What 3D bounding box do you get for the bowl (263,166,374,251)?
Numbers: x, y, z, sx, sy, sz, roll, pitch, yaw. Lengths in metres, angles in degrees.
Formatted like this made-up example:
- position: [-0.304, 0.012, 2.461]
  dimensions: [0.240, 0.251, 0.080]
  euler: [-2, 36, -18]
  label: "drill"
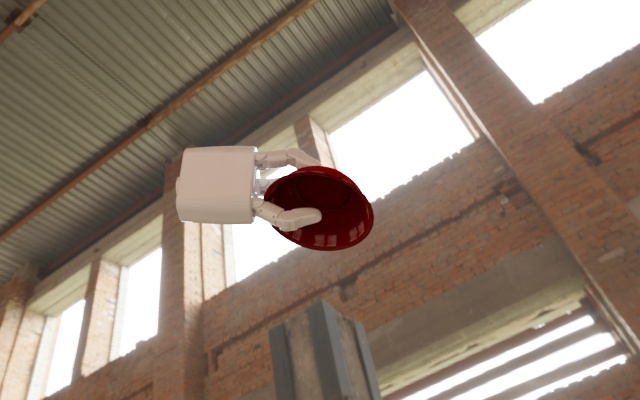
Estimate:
- position: [0.001, 0.002, 0.698]
  dimensions: [0.162, 0.162, 0.055]
  euler: [0, 44, 14]
  label: "bowl"
